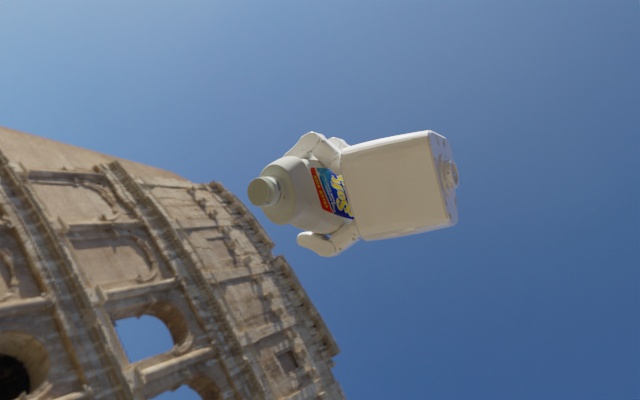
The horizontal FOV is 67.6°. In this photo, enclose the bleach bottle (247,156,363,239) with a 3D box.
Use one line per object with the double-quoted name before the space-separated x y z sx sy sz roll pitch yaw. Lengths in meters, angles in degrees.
"bleach bottle" 0.000 0.002 0.589 0.068 0.102 0.251 -11 -6 29
